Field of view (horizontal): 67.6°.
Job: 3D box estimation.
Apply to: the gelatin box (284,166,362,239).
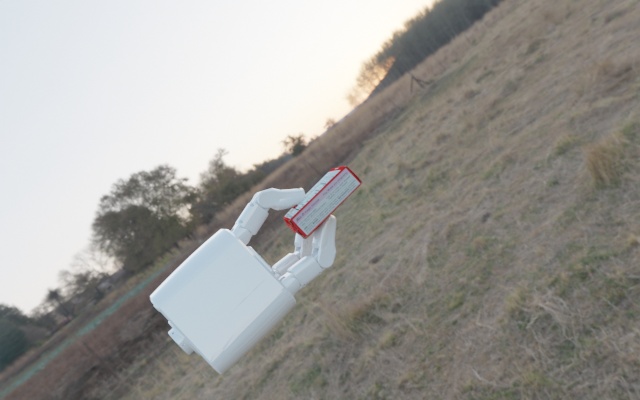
[{"bbox_3d":[0.000,0.001,0.541,0.089,0.030,0.073,-45,7,-6],"label":"gelatin box"}]
